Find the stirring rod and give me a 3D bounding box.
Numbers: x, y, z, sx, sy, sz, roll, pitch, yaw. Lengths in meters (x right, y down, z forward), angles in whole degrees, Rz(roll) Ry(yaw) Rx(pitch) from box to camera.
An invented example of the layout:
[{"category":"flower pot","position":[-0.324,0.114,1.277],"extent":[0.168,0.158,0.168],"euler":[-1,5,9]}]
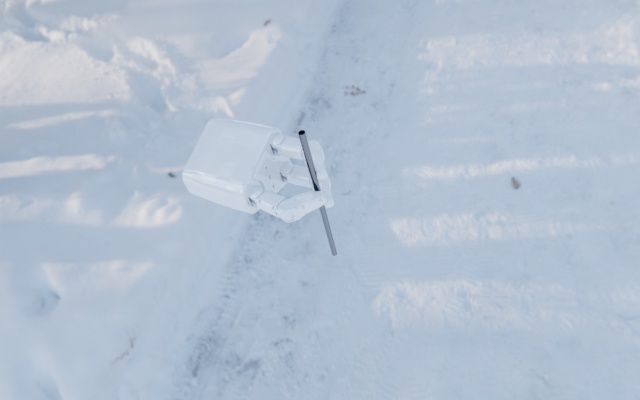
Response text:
[{"category":"stirring rod","position":[0.000,0.002,0.613],"extent":[0.011,0.011,0.240],"euler":[0,-39,13]}]
